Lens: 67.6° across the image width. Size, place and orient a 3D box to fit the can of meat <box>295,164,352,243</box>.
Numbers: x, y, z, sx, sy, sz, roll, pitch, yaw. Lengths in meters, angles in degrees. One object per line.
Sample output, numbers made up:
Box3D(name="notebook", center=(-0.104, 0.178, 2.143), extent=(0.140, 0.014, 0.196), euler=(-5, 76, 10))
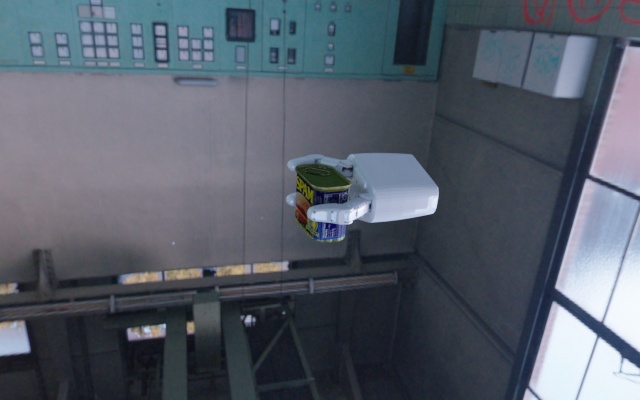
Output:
Box3D(name="can of meat", center=(0.000, 0.003, 0.684), extent=(0.057, 0.084, 0.102), euler=(-6, 24, -21))
